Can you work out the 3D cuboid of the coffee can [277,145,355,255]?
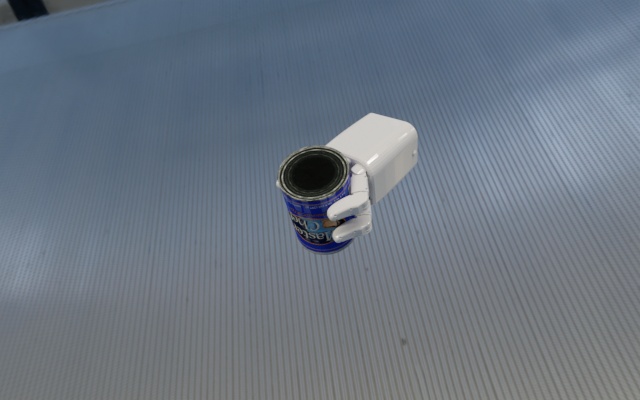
[{"bbox_3d":[0.000,0.003,0.719,0.103,0.102,0.140,0,-37,11],"label":"coffee can"}]
